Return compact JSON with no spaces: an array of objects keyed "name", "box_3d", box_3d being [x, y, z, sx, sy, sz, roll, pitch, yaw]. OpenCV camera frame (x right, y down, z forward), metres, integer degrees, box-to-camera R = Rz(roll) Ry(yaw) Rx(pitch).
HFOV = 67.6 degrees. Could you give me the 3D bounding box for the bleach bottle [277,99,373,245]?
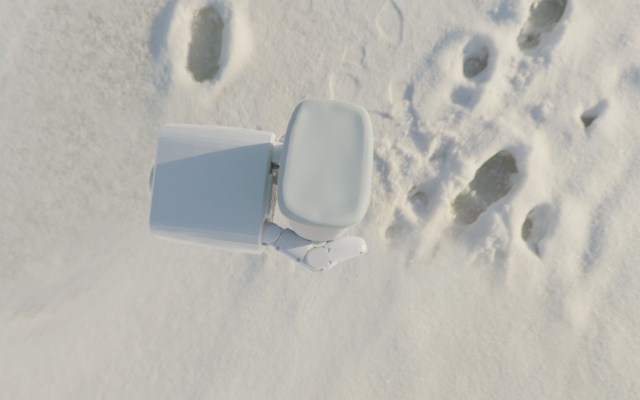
[{"name":"bleach bottle","box_3d":[0.000,0.001,0.463,0.068,0.102,0.251,7,-16,0]}]
